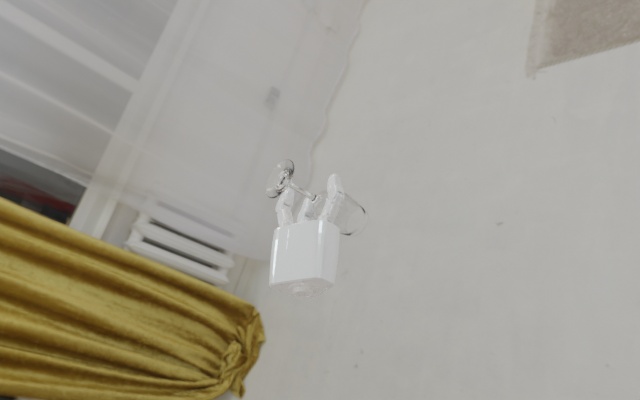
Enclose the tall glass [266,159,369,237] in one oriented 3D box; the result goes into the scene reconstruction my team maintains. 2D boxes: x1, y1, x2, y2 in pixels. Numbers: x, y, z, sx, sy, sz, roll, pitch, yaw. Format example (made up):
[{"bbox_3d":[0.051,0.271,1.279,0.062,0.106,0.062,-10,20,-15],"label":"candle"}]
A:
[{"bbox_3d":[0.000,0.002,0.877,0.201,0.079,0.079,29,-18,-35],"label":"tall glass"}]
